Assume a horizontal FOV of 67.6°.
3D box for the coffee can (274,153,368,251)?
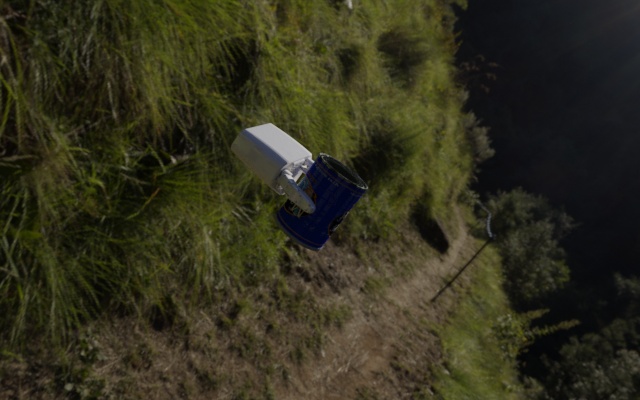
[{"bbox_3d":[0.000,0.003,0.837,0.103,0.140,0.102,34,15,-10],"label":"coffee can"}]
